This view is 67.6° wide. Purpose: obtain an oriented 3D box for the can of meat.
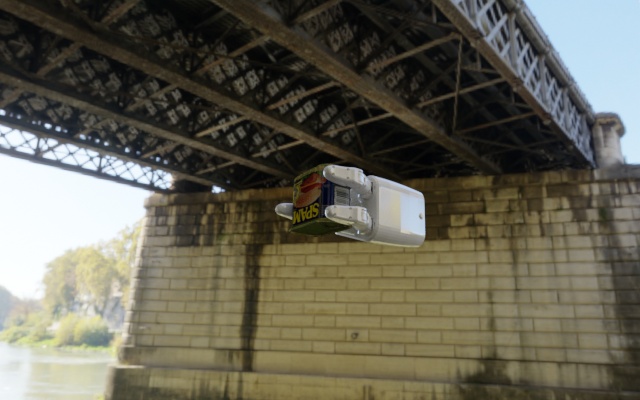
[{"bbox_3d":[0.000,0.002,0.688,0.057,0.084,0.102,12,-19,-31],"label":"can of meat"}]
